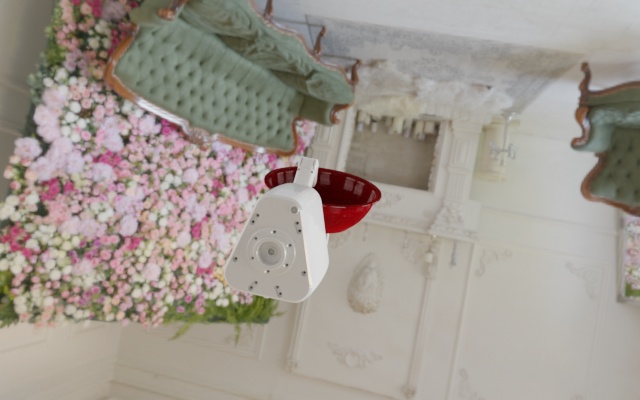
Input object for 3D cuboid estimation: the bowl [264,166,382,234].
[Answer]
[{"bbox_3d":[0.001,0.002,0.661,0.162,0.055,0.162,7,20,-3],"label":"bowl"}]
